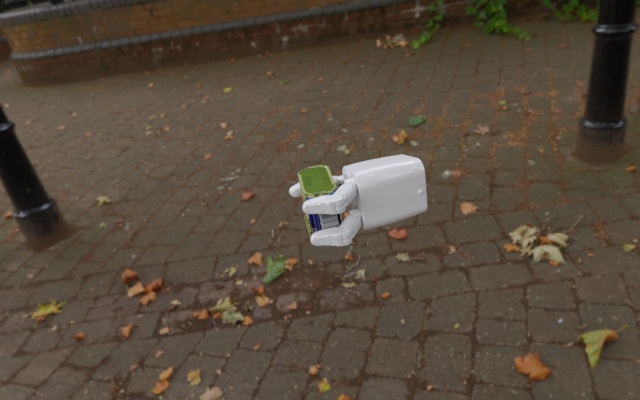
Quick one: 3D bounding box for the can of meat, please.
[{"bbox_3d":[0.000,0.002,0.745,0.057,0.084,0.102,-12,29,-3],"label":"can of meat"}]
